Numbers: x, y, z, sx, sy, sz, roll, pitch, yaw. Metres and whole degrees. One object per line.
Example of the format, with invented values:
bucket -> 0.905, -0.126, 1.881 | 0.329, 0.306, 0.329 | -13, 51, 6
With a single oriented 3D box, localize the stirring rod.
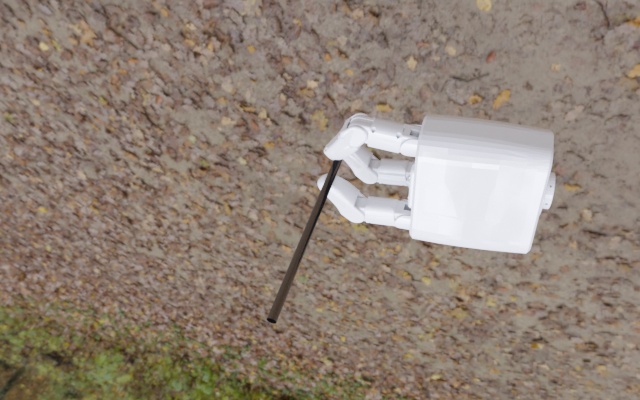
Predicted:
stirring rod -> 0.000, 0.001, 0.430 | 0.011, 0.239, 0.011 | 14, -38, 11
